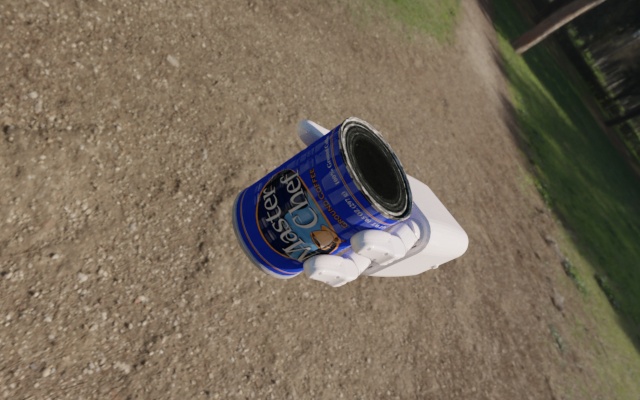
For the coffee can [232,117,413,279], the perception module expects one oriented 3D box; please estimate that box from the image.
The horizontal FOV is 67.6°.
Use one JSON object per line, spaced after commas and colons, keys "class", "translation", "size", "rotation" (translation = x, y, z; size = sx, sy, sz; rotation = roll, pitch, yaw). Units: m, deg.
{"class": "coffee can", "translation": [0.000, 0.001, 0.452], "size": [0.140, 0.102, 0.103], "rotation": [-31, -17, 31]}
